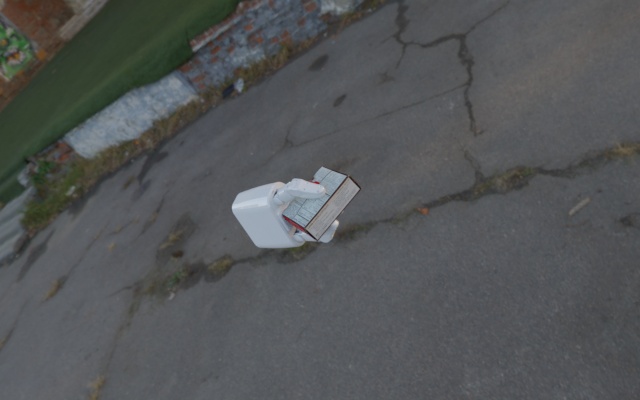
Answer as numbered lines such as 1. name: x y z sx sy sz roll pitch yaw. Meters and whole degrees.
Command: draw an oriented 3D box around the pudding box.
1. pudding box: 0.000 0.002 0.770 0.039 0.113 0.090 43 -8 -31
